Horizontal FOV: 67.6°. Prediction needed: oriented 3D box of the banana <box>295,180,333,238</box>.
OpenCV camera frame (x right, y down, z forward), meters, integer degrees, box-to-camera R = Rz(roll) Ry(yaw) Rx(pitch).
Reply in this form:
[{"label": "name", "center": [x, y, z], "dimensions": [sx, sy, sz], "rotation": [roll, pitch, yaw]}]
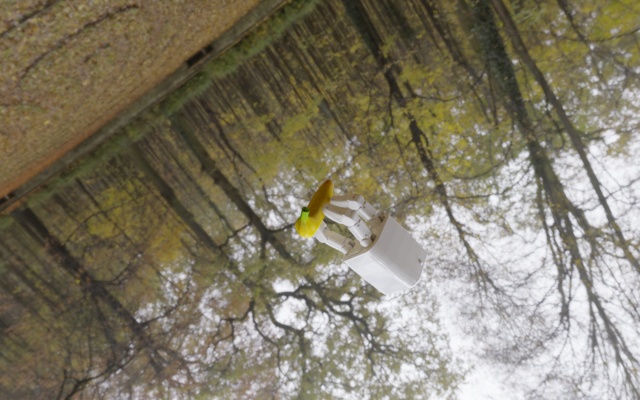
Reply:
[{"label": "banana", "center": [-0.009, 0.019, 0.812], "dimensions": [0.037, 0.070, 0.197], "rotation": [29, 19, 1]}]
